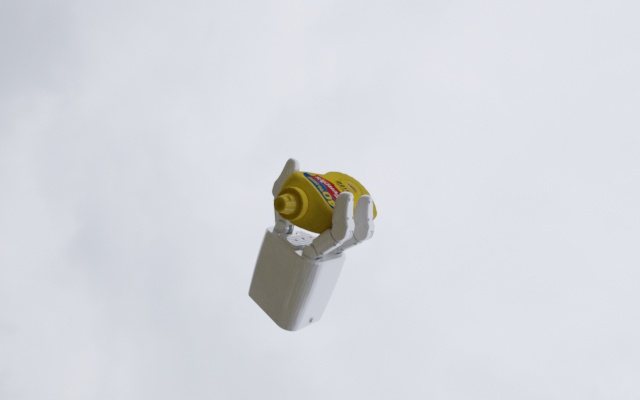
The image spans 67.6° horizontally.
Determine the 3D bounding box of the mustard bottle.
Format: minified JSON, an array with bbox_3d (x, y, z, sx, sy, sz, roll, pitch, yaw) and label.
[{"bbox_3d":[0.000,0.002,0.641,0.058,0.096,0.191,-47,-21,24],"label":"mustard bottle"}]
